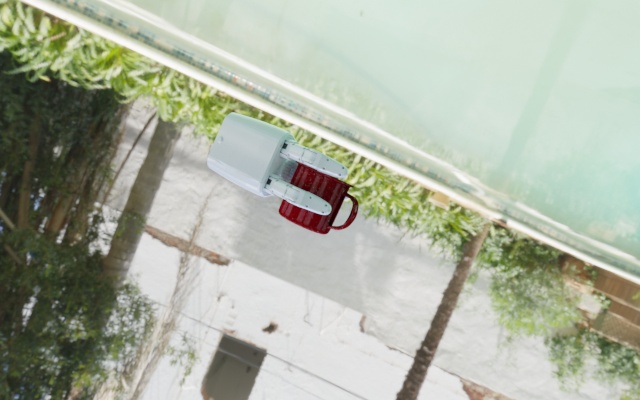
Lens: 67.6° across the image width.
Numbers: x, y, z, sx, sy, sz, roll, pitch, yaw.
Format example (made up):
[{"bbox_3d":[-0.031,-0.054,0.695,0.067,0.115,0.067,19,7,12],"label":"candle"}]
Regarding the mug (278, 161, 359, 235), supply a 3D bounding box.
[{"bbox_3d":[0.001,0.003,0.688,0.117,0.081,0.093,26,4,23],"label":"mug"}]
